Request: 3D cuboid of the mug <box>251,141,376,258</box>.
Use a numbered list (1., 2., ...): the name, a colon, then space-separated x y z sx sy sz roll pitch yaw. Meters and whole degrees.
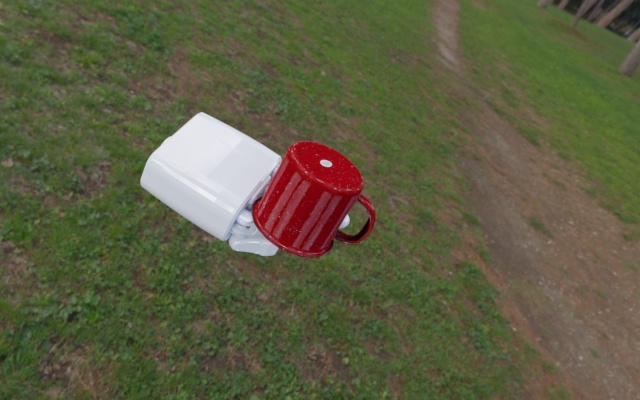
1. mug: 0.001 0.002 0.473 0.117 0.081 0.093 30 30 -2
